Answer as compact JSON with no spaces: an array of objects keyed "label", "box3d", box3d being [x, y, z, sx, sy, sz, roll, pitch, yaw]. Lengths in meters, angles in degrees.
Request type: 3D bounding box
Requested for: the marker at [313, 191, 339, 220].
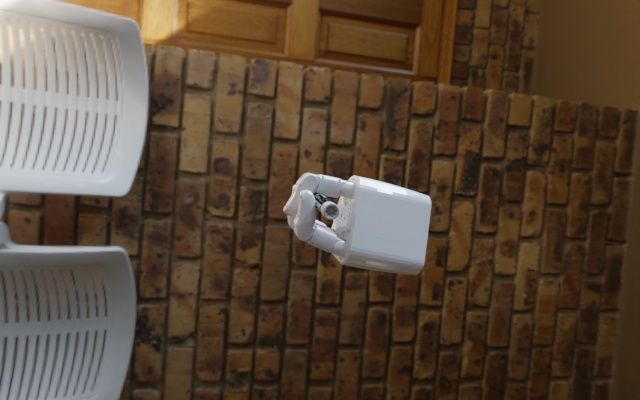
[{"label":"marker","box3d":[0.000,0.002,0.587,0.020,0.020,0.121,0,10,-12]}]
